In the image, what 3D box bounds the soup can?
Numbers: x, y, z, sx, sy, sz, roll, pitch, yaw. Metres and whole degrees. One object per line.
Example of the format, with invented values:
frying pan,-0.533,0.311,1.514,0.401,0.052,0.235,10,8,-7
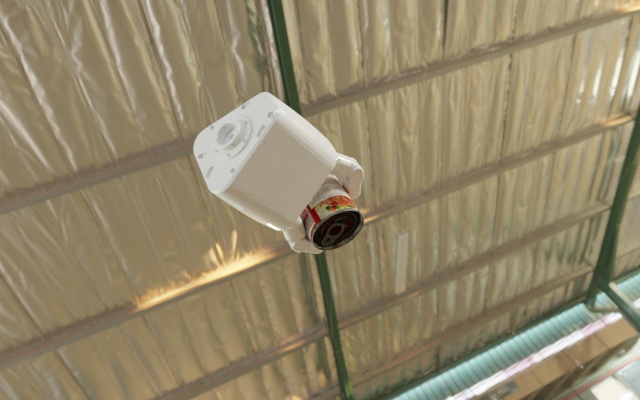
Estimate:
soup can,0.000,0.002,0.591,0.068,0.068,0.102,0,42,-34
